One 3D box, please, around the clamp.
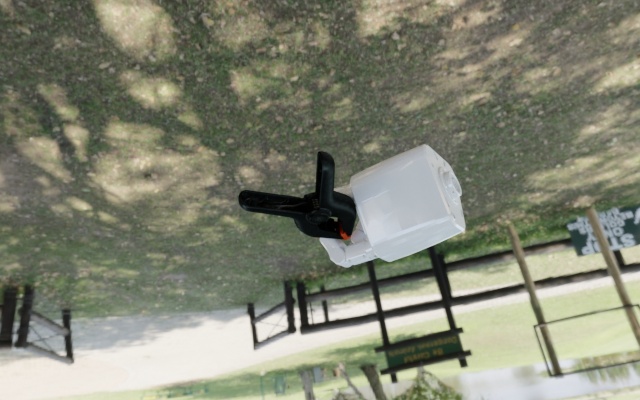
[{"bbox_3d":[0.000,0.003,0.575,0.120,0.039,0.171,-25,-32,29],"label":"clamp"}]
